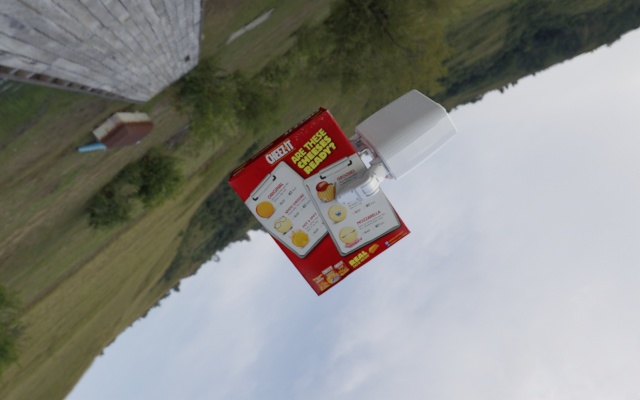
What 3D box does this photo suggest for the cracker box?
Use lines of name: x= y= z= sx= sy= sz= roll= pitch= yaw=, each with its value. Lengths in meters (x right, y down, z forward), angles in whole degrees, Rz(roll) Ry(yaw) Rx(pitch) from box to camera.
cracker box: x=0.000 y=0.002 z=0.677 sx=0.164 sy=0.214 sz=0.072 roll=-35 pitch=16 yaw=3
